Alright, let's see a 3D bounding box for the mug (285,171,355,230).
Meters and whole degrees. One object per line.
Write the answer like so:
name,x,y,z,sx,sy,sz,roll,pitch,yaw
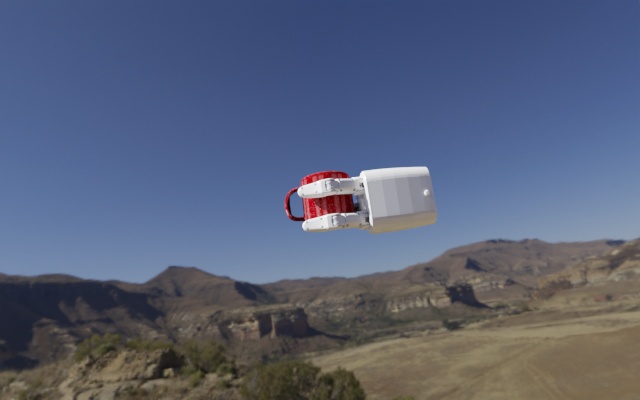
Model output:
mug,-0.001,0.002,0.776,0.117,0.081,0.093,-6,-13,-6
